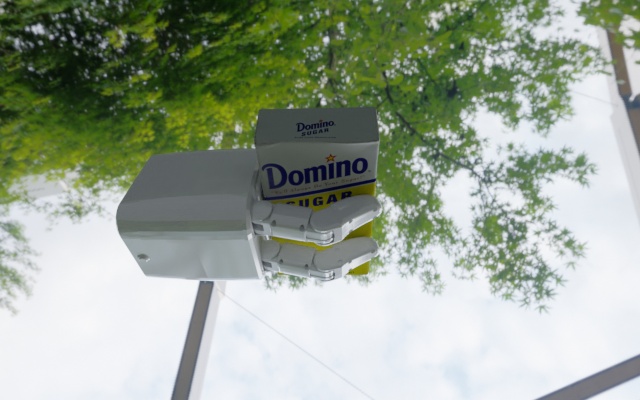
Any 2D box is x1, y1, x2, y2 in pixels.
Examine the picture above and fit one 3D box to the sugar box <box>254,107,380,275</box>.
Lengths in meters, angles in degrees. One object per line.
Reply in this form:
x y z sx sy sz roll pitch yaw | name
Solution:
0.000 0.002 0.416 0.093 0.048 0.176 -1 -39 2 | sugar box
